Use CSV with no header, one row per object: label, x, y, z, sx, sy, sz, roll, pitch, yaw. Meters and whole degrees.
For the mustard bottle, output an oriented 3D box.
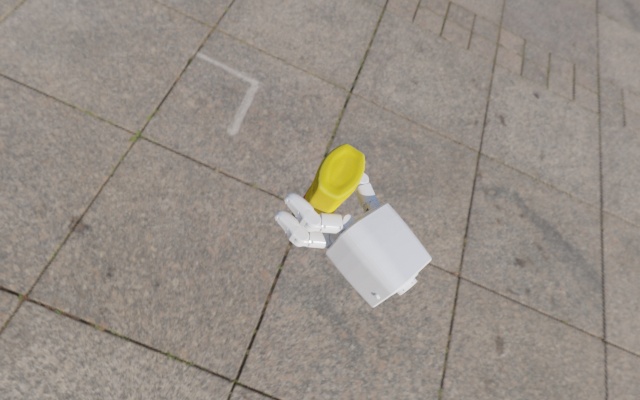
mustard bottle,0.000,0.002,0.711,0.058,0.096,0.192,31,-34,-2
